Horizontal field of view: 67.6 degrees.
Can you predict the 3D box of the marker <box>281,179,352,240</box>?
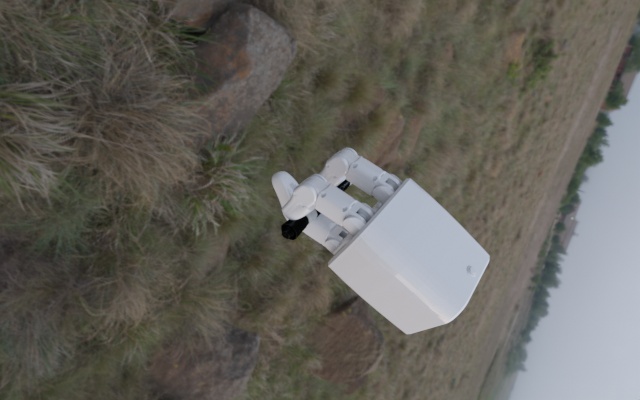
[{"bbox_3d":[0.000,0.002,0.485,0.020,0.020,0.121,0,31,39],"label":"marker"}]
